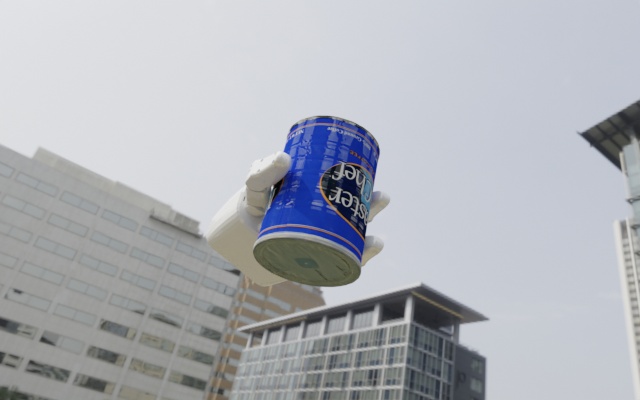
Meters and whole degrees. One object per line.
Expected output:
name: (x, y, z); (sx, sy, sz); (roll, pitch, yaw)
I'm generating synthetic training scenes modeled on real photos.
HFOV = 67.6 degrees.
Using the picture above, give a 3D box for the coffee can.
coffee can: (0.000, 0.002, 0.478); (0.103, 0.140, 0.103); (10, -31, 6)
